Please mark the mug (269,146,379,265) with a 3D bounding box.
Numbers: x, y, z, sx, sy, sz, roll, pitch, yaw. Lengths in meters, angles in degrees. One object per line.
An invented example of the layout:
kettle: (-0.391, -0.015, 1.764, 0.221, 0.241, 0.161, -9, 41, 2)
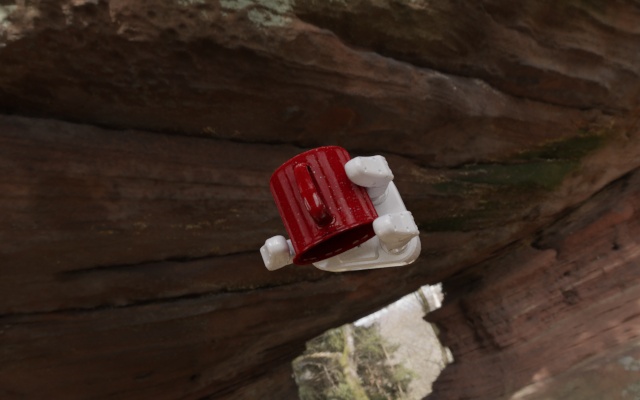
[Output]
mug: (0.000, 0.001, 0.428, 0.093, 0.081, 0.117, -26, -17, 9)
